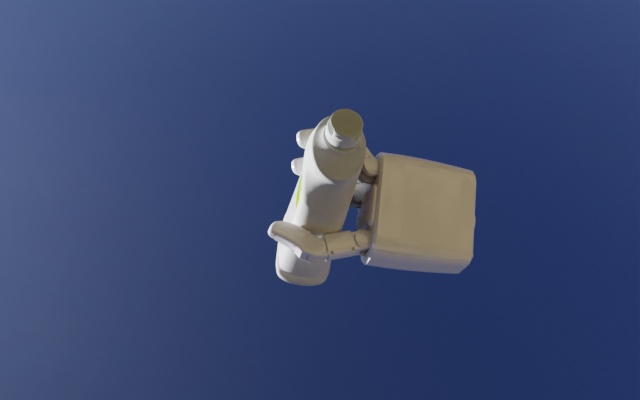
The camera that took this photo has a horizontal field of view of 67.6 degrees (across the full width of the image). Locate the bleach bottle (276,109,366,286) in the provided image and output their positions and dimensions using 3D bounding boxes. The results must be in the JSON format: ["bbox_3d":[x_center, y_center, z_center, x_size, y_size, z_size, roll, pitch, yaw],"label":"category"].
[{"bbox_3d":[0.000,0.002,0.500,0.068,0.102,0.251,8,-29,-7],"label":"bleach bottle"}]
